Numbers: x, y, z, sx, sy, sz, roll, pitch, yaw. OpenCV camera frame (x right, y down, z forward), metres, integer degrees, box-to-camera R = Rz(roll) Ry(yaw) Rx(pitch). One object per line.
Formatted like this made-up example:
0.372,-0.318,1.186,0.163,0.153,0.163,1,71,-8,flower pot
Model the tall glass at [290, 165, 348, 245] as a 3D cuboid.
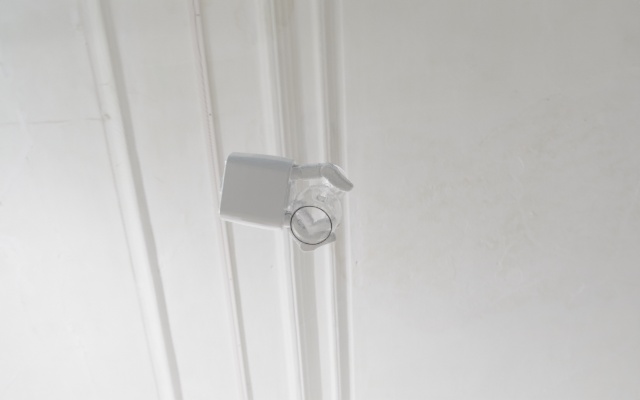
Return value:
0.000,0.002,0.776,0.079,0.079,0.201,0,20,8,tall glass
